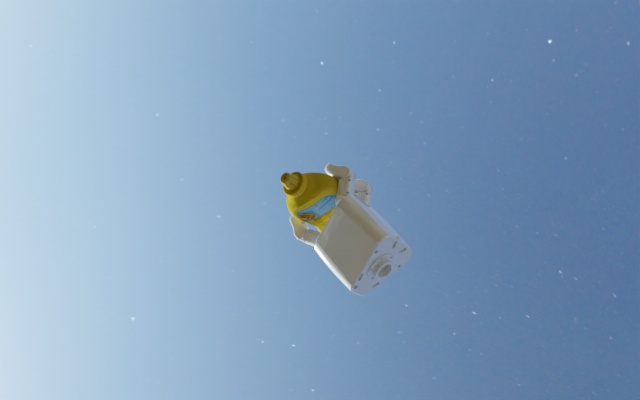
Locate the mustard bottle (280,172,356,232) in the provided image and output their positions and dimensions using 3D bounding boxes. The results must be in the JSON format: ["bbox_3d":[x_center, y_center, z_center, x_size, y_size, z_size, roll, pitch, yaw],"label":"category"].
[{"bbox_3d":[0.000,0.002,0.797,0.096,0.058,0.192,-29,-38,23],"label":"mustard bottle"}]
